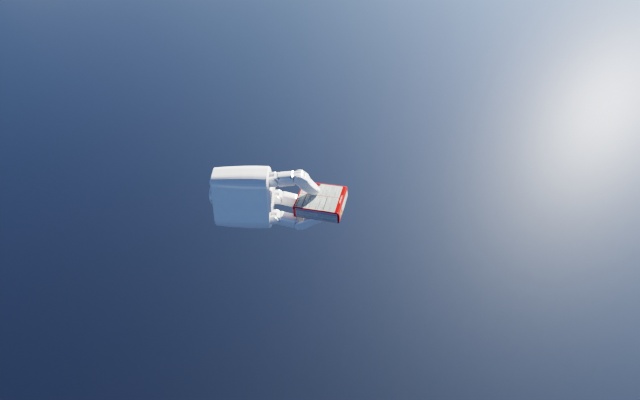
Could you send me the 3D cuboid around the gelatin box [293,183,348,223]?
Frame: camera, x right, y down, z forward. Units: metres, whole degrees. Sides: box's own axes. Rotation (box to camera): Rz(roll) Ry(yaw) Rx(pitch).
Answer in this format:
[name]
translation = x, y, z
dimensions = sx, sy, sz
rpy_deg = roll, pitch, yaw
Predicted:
[gelatin box]
translation = 0.000, 0.003, 0.895
dimensions = 0.089, 0.030, 0.073
rpy_deg = 7, 45, 13
